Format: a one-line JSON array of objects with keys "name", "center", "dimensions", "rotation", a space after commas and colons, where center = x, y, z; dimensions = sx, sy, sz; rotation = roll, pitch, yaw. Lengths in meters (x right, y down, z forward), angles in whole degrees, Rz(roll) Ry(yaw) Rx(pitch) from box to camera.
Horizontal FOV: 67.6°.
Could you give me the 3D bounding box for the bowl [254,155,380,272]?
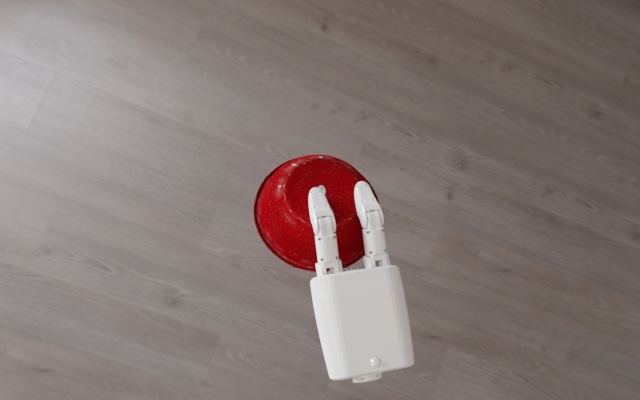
[{"name": "bowl", "center": [0.000, 0.001, 0.579], "dimensions": [0.162, 0.162, 0.055], "rotation": [0, -26, -7]}]
